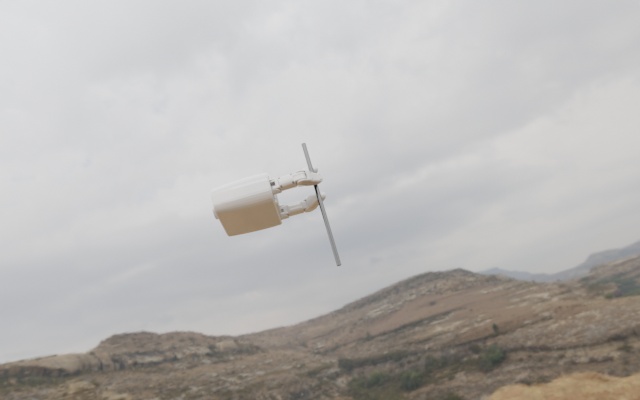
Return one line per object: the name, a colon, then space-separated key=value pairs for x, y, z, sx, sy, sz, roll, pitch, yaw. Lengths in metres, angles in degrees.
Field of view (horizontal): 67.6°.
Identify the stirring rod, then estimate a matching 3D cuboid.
stirring rod: x=0.000 y=0.003 z=0.863 sx=0.011 sy=0.239 sz=0.011 roll=-15 pitch=-18 yaw=-5
